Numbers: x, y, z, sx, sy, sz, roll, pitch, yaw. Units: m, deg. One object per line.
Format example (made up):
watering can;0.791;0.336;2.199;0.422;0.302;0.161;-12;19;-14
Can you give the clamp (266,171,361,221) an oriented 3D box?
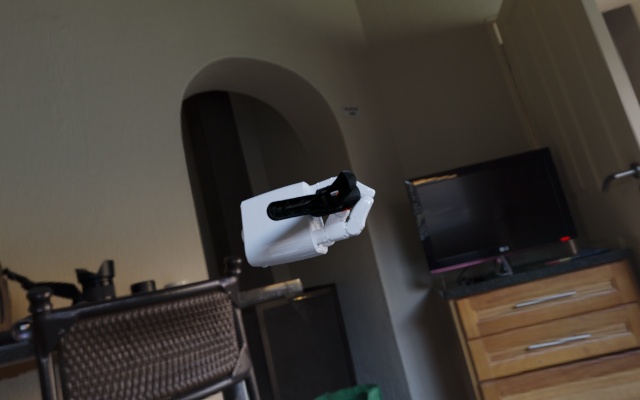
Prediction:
clamp;0.000;0.002;0.646;0.120;0.039;0.171;-16;-11;9
